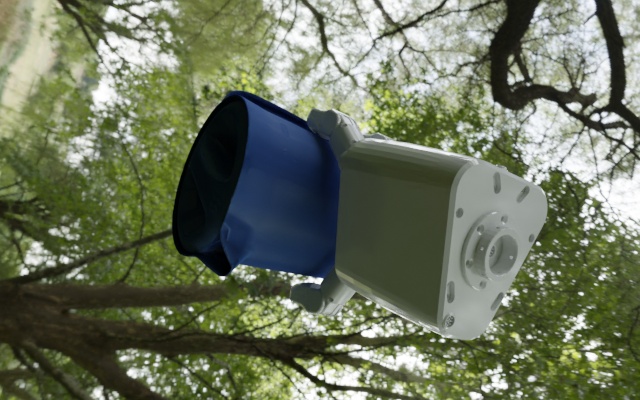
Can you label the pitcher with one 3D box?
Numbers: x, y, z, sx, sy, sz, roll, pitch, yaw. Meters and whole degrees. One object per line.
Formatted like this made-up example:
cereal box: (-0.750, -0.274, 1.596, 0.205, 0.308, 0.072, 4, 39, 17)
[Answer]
pitcher: (0.000, 0.002, 0.443, 0.243, 0.149, 0.145, 19, 1, -33)
